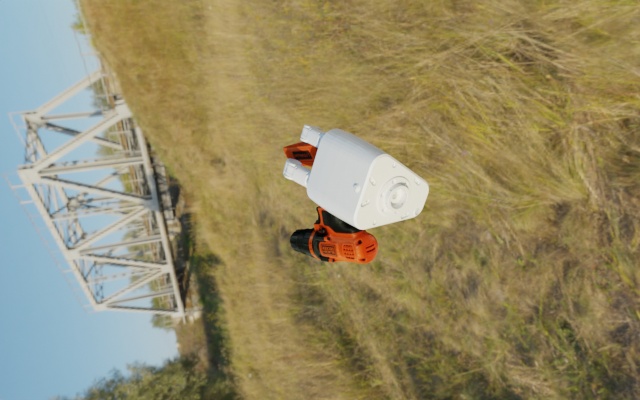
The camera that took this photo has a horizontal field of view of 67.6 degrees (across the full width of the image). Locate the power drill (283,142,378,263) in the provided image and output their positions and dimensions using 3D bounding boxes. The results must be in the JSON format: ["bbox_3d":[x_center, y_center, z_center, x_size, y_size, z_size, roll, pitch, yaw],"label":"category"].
[{"bbox_3d":[0.000,0.002,0.729,0.057,0.188,0.184,-22,14,-38],"label":"power drill"}]
